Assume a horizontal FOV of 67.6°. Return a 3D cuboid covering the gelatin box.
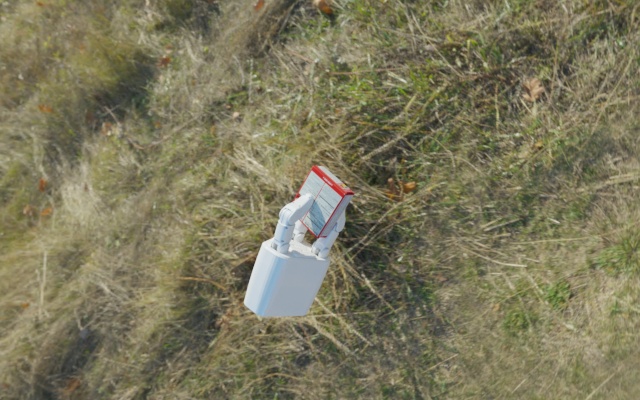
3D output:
[{"bbox_3d":[0.000,0.002,0.733,0.073,0.089,0.030,43,26,27],"label":"gelatin box"}]
